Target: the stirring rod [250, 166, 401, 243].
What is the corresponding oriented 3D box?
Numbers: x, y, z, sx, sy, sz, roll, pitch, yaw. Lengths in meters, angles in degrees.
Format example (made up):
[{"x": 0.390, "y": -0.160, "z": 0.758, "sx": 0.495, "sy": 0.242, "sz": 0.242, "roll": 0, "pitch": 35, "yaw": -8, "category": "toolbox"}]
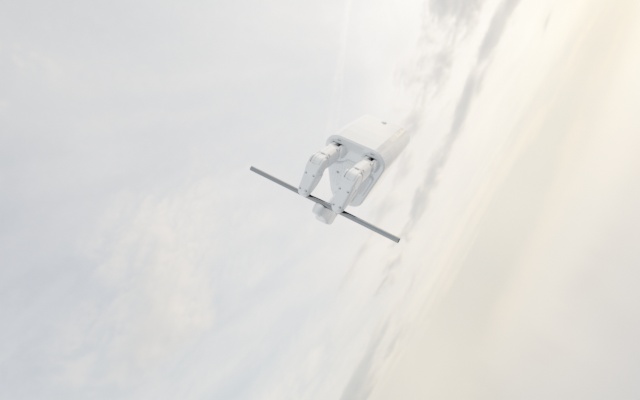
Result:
[{"x": 0.000, "y": 0.002, "z": 0.656, "sx": 0.239, "sy": 0.011, "sz": 0.011, "roll": 26, "pitch": 10, "yaw": 20, "category": "stirring rod"}]
